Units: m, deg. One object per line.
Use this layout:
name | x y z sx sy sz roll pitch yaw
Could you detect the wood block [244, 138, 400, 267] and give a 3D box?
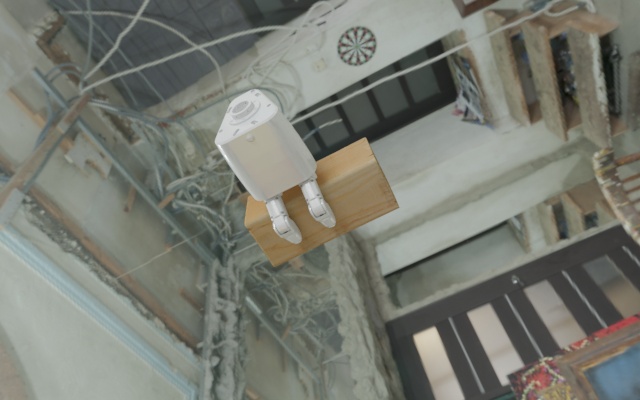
wood block | 0.000 0.002 0.716 0.206 0.090 0.090 -26 27 10
